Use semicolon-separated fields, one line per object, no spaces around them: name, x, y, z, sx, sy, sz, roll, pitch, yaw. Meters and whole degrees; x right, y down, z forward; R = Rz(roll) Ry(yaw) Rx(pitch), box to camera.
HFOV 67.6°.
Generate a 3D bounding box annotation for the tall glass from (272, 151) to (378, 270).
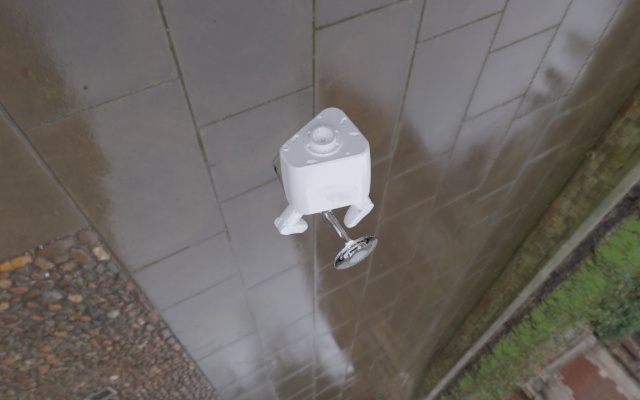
tall glass;0.000;0.003;0.721;0.079;0.201;0.079;-26;-30;-16
